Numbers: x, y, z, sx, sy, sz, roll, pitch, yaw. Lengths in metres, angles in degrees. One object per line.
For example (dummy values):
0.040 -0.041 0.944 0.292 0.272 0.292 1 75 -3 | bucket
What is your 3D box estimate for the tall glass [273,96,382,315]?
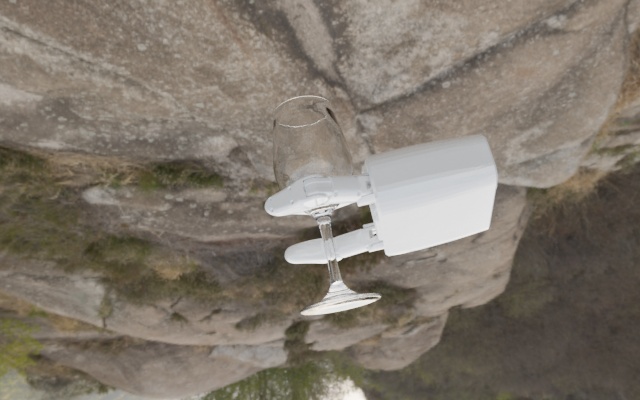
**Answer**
0.000 0.002 0.457 0.079 0.201 0.079 -11 -19 -4 | tall glass
